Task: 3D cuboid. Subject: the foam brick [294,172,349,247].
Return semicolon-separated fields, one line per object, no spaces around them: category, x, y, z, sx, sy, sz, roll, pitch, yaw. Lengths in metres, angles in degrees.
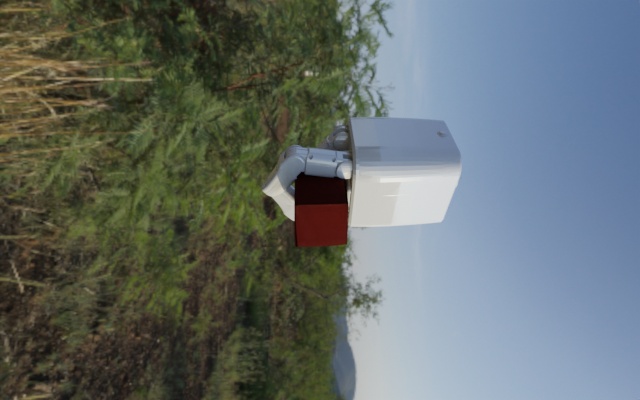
foam brick;0.000;0.002;0.477;0.051;0.053;0.078;0;37;-2
